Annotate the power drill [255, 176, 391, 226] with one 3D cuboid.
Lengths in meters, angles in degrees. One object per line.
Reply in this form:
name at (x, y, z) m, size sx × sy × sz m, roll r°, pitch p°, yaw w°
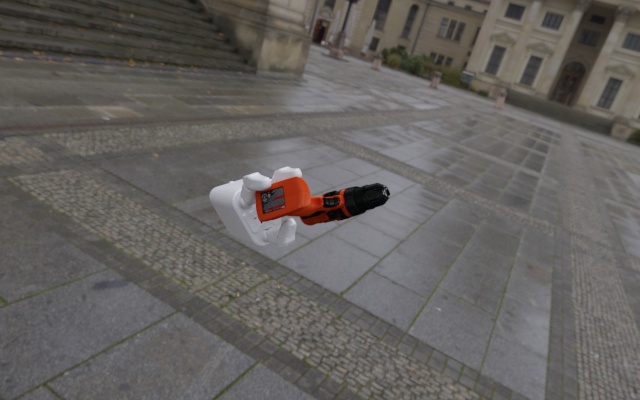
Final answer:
power drill at (0.000, 0.003, 0.796) m, size 0.184 × 0.057 × 0.188 m, roll -18°, pitch -17°, yaw 34°
